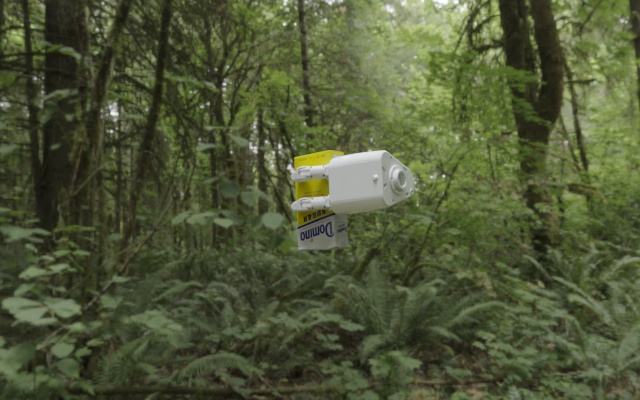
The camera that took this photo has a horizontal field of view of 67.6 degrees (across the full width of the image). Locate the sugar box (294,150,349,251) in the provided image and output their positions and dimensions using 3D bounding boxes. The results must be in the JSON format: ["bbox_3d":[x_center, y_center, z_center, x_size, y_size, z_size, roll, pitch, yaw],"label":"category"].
[{"bbox_3d":[0.000,0.003,0.877,0.093,0.176,0.048,-8,-9,40],"label":"sugar box"}]
